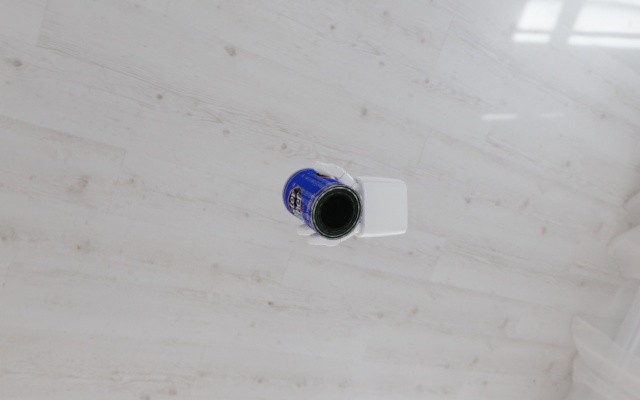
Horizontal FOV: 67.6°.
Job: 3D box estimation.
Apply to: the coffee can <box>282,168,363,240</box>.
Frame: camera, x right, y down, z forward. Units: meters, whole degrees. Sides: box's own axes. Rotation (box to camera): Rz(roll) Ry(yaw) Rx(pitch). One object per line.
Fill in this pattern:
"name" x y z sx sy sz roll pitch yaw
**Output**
"coffee can" 0.000 0.003 0.892 0.103 0.103 0.140 0 15 -26
